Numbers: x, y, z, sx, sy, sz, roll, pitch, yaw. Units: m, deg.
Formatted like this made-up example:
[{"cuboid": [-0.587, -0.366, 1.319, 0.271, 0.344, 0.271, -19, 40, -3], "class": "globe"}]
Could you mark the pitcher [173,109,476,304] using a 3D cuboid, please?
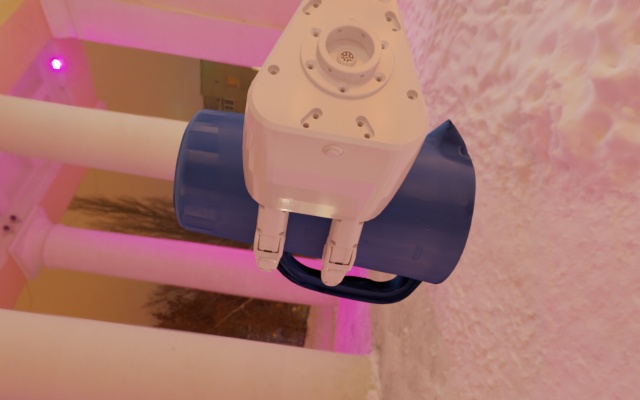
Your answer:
[{"cuboid": [0.000, 0.001, 0.433, 0.243, 0.149, 0.145, 9, -20, -4], "class": "pitcher"}]
